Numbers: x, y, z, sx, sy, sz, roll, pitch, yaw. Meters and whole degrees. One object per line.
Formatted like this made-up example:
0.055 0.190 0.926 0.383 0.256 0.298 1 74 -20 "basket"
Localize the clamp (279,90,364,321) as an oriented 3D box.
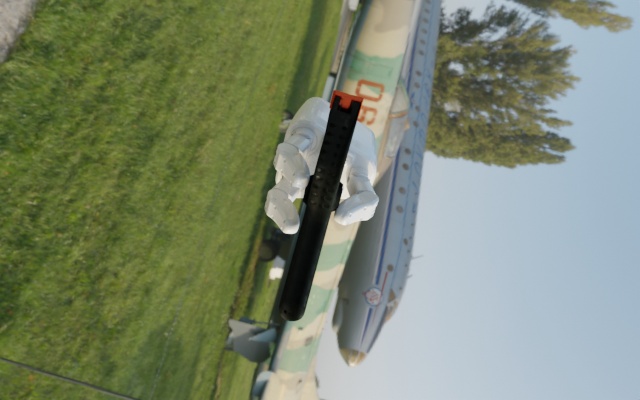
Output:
0.001 0.001 0.466 0.036 0.210 0.164 14 30 -1 "clamp"
